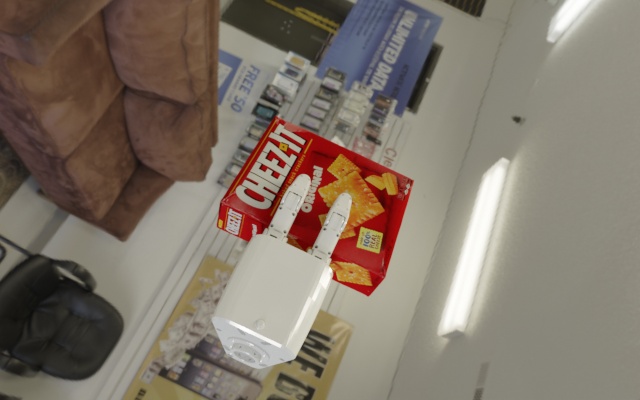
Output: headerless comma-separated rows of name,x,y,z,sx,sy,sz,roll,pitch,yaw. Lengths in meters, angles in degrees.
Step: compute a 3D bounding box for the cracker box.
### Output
cracker box,0.000,0.002,0.620,0.213,0.164,0.072,25,-36,0
